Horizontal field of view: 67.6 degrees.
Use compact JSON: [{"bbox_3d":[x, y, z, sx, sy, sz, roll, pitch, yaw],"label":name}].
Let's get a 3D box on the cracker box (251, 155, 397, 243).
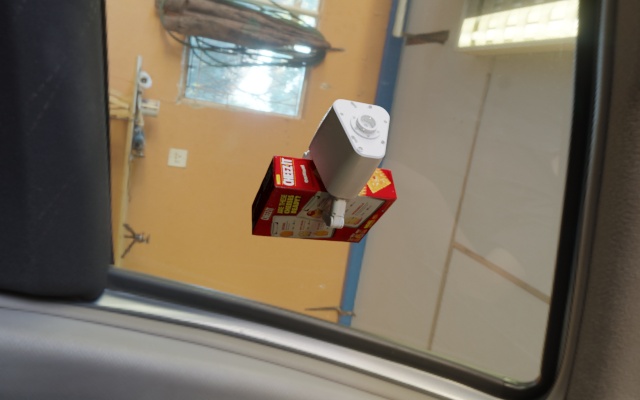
[{"bbox_3d":[0.000,0.003,0.839,0.214,0.072,0.164,6,-34,-20],"label":"cracker box"}]
